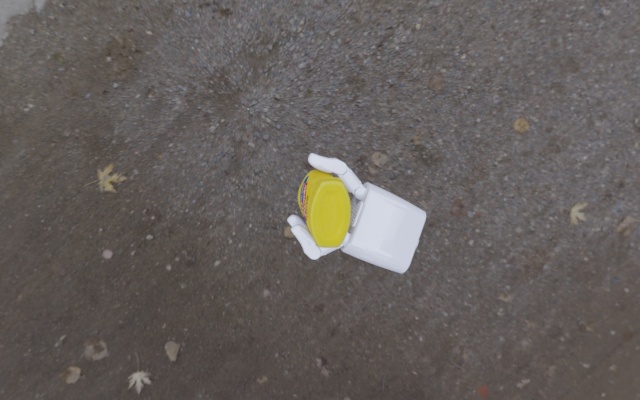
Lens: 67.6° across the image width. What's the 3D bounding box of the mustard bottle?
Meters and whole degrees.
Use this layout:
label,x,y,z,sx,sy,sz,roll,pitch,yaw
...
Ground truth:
label,x,y,z,sx,sy,sz,roll,pitch,yaw
mustard bottle,0.000,0.002,0.733,0.058,0.096,0.191,-1,11,-9
